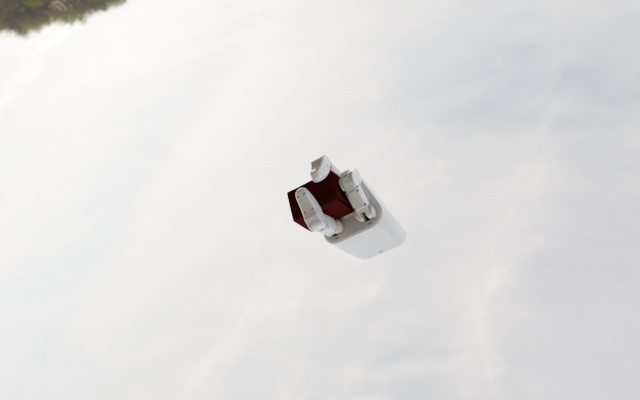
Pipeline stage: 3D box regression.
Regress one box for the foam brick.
[{"bbox_3d":[0.000,0.002,0.692,0.078,0.053,0.051,-26,-34,21],"label":"foam brick"}]
